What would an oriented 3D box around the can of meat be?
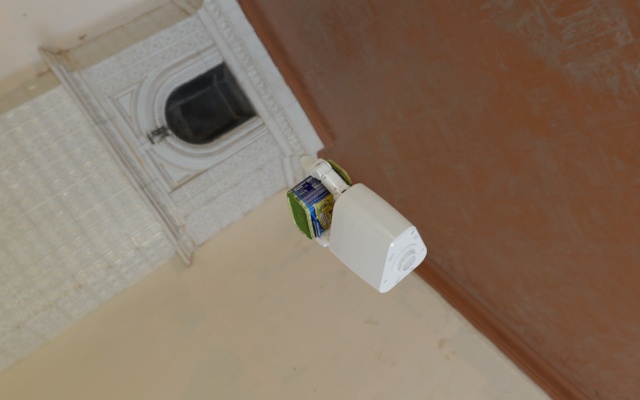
[{"bbox_3d":[0.000,0.002,0.725,0.084,0.102,0.057,-37,57,-19],"label":"can of meat"}]
